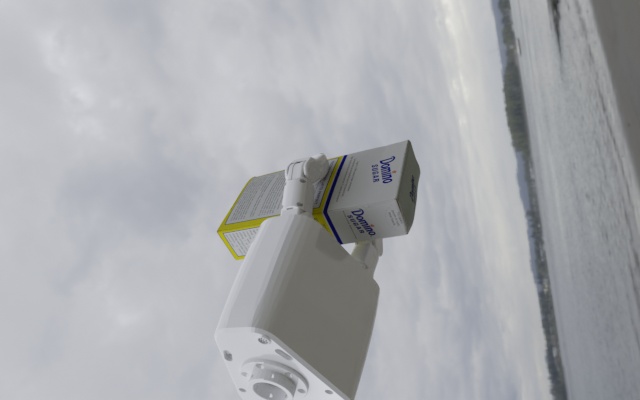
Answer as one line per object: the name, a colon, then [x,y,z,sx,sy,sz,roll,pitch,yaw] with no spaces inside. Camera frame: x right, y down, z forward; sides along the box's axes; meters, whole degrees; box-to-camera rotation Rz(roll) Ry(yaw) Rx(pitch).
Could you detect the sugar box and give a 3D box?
sugar box: [0.000,0.002,0.446,0.176,0.048,0.093,-8,35,25]
